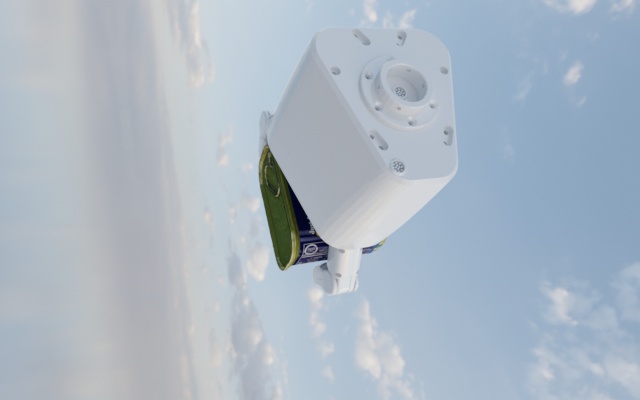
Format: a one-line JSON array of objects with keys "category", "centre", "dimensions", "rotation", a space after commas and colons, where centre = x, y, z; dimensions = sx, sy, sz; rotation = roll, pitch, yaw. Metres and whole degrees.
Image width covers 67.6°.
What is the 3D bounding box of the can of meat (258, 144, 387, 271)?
[{"category": "can of meat", "centre": [0.000, 0.001, 0.404], "dimensions": [0.084, 0.102, 0.057], "rotation": [-6, -23, -21]}]
